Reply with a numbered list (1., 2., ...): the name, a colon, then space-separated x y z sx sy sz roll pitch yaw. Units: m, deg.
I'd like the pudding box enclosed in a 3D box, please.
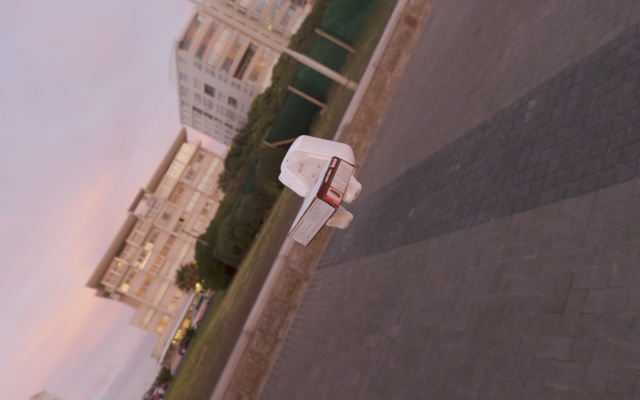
1. pudding box: 0.000 0.002 0.691 0.039 0.090 0.113 27 -41 -6
